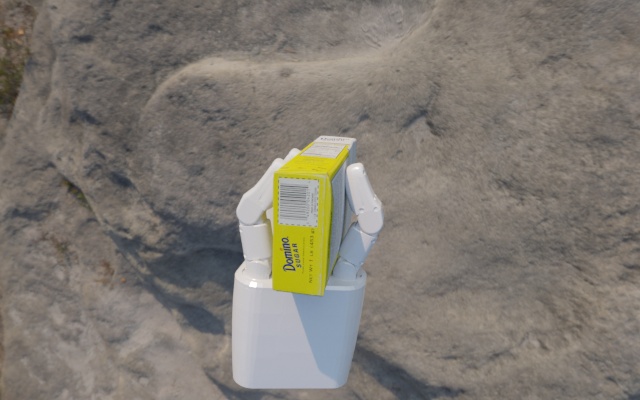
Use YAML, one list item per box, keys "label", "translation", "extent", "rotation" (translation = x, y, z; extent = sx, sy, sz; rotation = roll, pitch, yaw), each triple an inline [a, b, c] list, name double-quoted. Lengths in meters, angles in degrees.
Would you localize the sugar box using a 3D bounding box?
- label: "sugar box"
  translation: [-0.001, 0.001, 0.417]
  extent: [0.048, 0.093, 0.176]
  rotation: [5, 16, 7]
